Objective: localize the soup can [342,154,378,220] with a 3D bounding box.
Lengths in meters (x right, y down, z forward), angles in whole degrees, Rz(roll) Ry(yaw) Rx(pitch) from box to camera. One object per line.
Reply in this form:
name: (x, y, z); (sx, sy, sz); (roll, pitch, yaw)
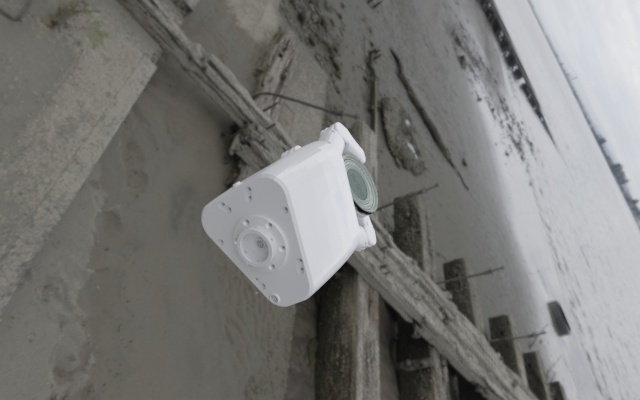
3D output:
soup can: (0.001, 0.001, 0.502); (0.102, 0.068, 0.068); (-26, -14, 30)
